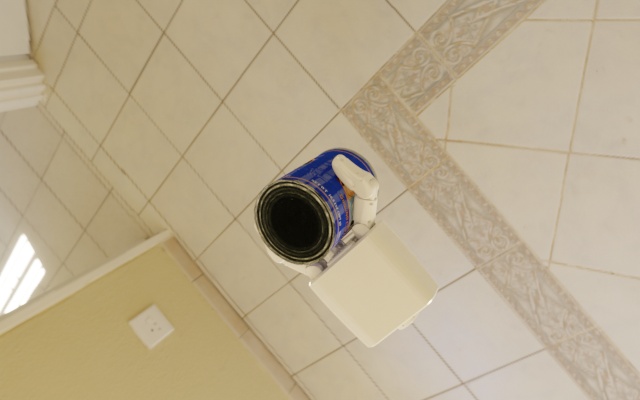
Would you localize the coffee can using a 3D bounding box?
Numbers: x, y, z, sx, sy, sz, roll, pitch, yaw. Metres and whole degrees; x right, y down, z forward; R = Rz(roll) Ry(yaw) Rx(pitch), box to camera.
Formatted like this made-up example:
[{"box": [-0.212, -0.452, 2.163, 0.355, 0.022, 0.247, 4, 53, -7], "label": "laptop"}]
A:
[{"box": [0.000, 0.002, 0.583, 0.103, 0.103, 0.140, 0, 20, 28], "label": "coffee can"}]
